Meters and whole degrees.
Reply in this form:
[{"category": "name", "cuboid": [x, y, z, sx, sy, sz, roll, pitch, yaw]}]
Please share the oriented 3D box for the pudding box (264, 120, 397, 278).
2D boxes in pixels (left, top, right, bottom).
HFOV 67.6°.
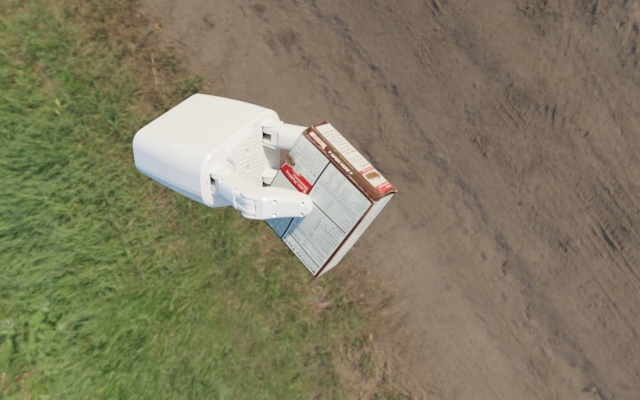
[{"category": "pudding box", "cuboid": [0.000, 0.001, 0.424, 0.039, 0.090, 0.113, -30, -20, -46]}]
